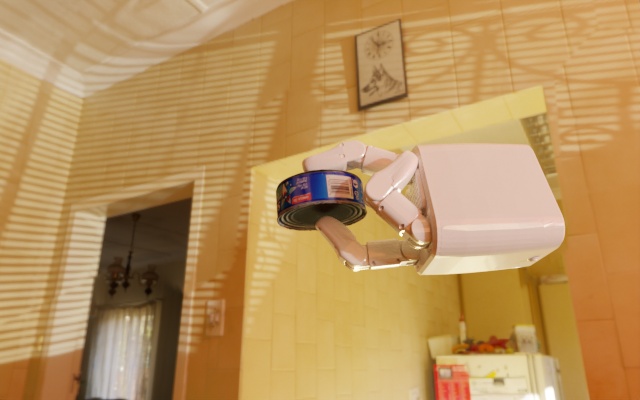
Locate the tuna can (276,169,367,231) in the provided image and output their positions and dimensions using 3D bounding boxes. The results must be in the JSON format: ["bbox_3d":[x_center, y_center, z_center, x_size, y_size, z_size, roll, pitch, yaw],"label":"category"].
[{"bbox_3d":[0.000,0.001,0.458,0.086,0.033,0.086,-5,-19,-2],"label":"tuna can"}]
